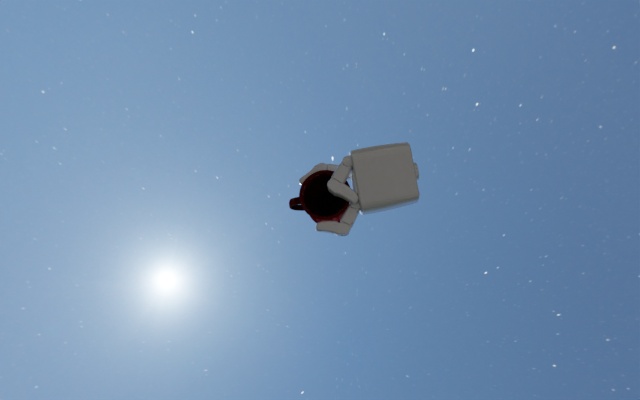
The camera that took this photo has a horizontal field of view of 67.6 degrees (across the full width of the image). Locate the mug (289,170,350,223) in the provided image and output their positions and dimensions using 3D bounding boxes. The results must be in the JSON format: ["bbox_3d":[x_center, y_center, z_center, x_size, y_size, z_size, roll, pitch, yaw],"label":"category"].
[{"bbox_3d":[-0.001,0.003,0.885,0.117,0.093,0.081,-10,-17,3],"label":"mug"}]
